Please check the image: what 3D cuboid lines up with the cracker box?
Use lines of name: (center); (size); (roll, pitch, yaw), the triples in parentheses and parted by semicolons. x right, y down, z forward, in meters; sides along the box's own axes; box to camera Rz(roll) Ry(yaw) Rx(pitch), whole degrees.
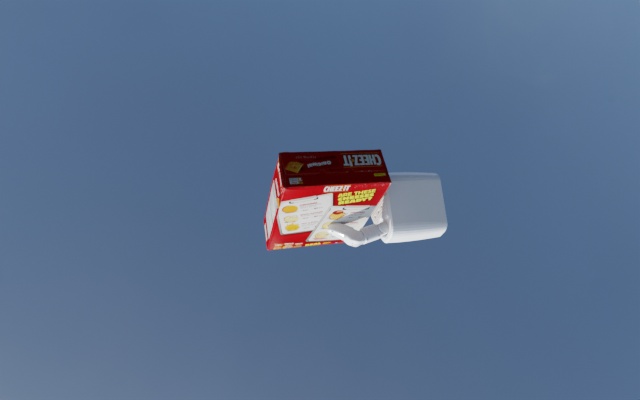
cracker box: (0.000, 0.003, 0.781); (0.164, 0.072, 0.214); (-4, -29, -16)
